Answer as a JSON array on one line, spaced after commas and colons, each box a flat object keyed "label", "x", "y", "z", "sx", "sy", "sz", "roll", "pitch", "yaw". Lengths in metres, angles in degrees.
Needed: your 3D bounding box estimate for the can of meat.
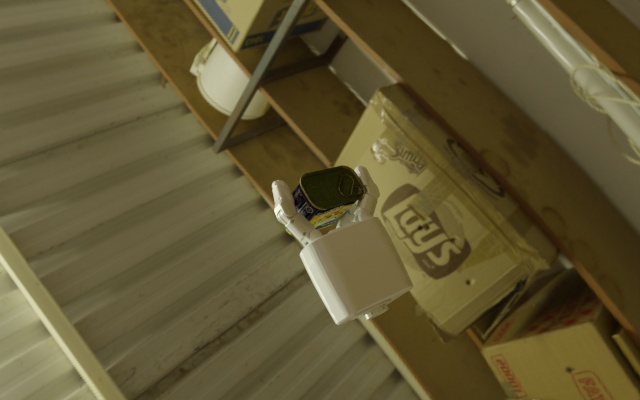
[{"label": "can of meat", "x": 0.000, "y": 0.002, "z": 0.676, "sx": 0.102, "sy": 0.057, "sz": 0.084, "roll": -16, "pitch": -22, "yaw": -39}]
